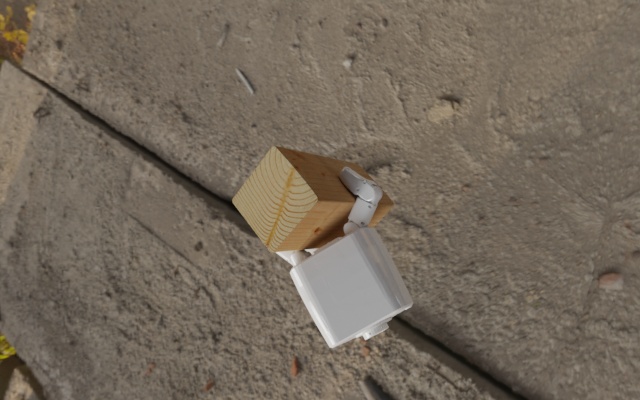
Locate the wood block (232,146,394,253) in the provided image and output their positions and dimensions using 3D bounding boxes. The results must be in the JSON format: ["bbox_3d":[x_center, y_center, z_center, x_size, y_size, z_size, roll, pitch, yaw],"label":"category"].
[{"bbox_3d":[0.000,0.002,0.624,0.090,0.091,0.206,50,22,23],"label":"wood block"}]
